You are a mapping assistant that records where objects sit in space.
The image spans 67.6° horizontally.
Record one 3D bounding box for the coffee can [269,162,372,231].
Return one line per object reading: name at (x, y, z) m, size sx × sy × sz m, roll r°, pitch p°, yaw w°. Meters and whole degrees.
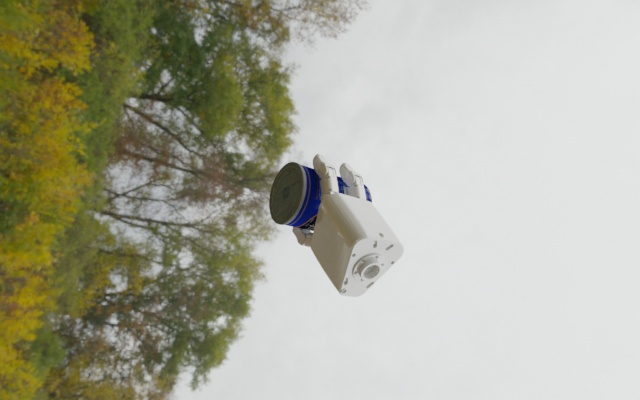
coffee can at (0.000, 0.003, 0.796) m, size 0.140 × 0.103 × 0.103 m, roll 15°, pitch -8°, yaw -33°
